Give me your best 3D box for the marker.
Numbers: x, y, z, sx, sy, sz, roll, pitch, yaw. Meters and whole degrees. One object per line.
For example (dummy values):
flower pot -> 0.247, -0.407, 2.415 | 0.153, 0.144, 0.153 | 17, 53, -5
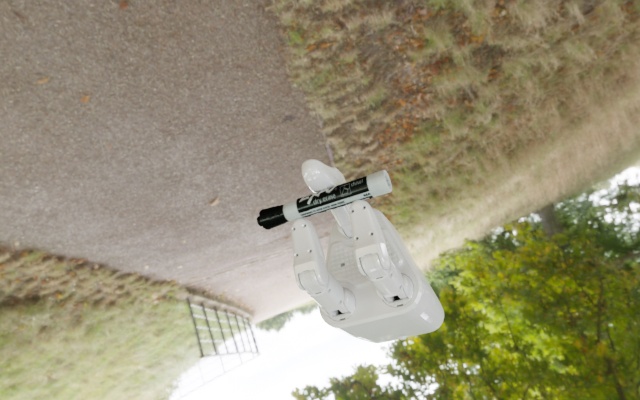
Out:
marker -> 0.000, 0.001, 0.401 | 0.121, 0.020, 0.020 | -18, -6, 20
